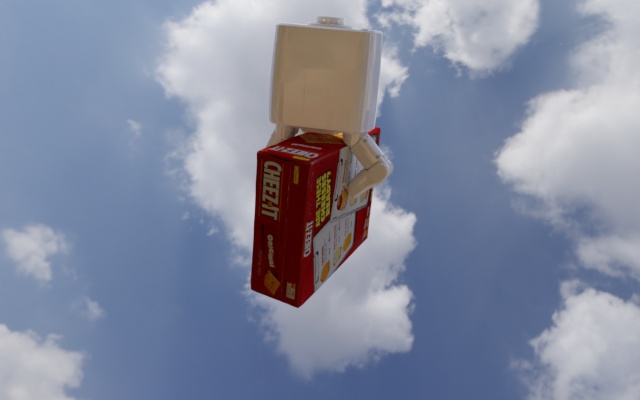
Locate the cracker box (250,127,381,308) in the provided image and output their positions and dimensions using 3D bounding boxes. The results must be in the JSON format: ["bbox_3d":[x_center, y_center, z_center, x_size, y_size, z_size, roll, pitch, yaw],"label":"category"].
[{"bbox_3d":[0.000,0.002,0.577,0.072,0.164,0.213,14,22,22],"label":"cracker box"}]
